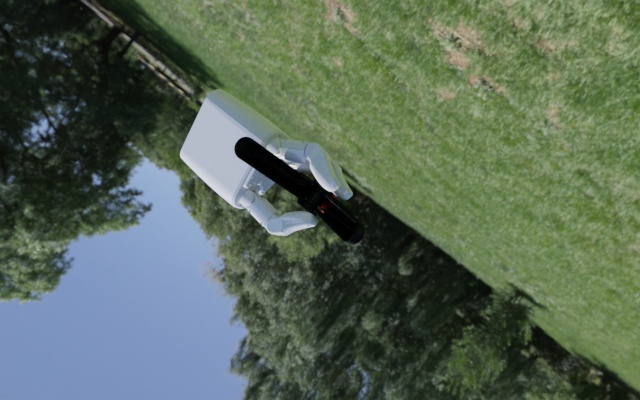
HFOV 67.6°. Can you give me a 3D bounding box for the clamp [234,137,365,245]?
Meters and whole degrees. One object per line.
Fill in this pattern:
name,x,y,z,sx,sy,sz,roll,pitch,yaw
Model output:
clamp,0.000,0.002,0.566,0.164,0.036,0.210,39,3,19
